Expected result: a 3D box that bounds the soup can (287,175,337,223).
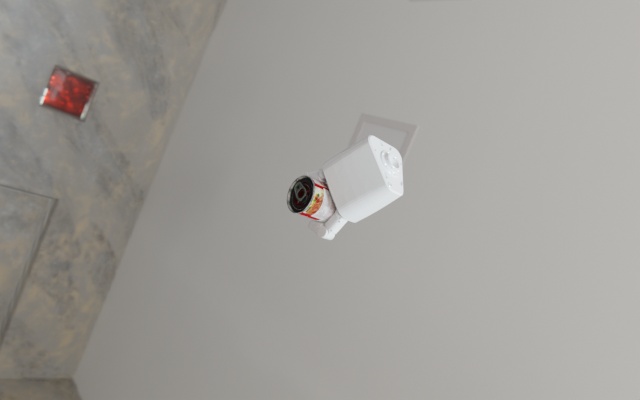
[{"bbox_3d":[0.000,0.003,0.849,0.102,0.068,0.068,21,-14,-42],"label":"soup can"}]
